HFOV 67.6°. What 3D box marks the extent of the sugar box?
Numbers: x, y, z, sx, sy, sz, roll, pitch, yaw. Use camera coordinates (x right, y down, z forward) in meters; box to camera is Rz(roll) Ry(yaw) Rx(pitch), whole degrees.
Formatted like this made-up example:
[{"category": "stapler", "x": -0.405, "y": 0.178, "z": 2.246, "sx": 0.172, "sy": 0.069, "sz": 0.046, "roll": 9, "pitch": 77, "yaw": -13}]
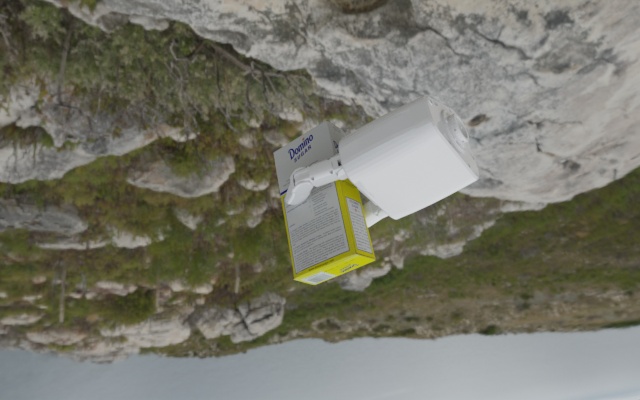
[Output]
[{"category": "sugar box", "x": 0.001, "y": 0.002, "z": 0.573, "sx": 0.093, "sy": 0.176, "sz": 0.048, "roll": -27, "pitch": -32, "yaw": 30}]
